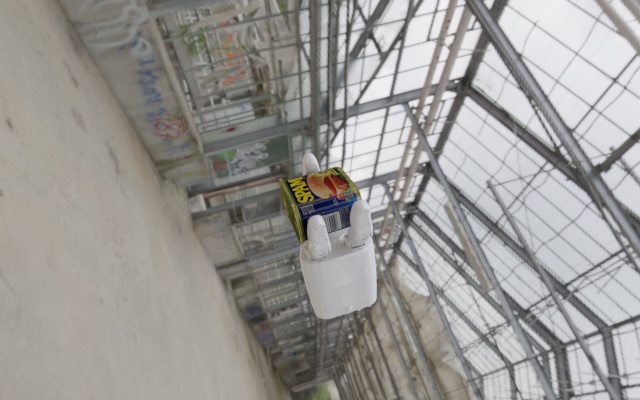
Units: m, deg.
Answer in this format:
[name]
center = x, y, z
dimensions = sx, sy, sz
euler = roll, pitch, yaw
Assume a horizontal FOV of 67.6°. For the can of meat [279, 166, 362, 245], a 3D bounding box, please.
[can of meat]
center = 0.000, 0.002, 0.605
dimensions = 0.084, 0.057, 0.102
euler = -16, 30, -9
